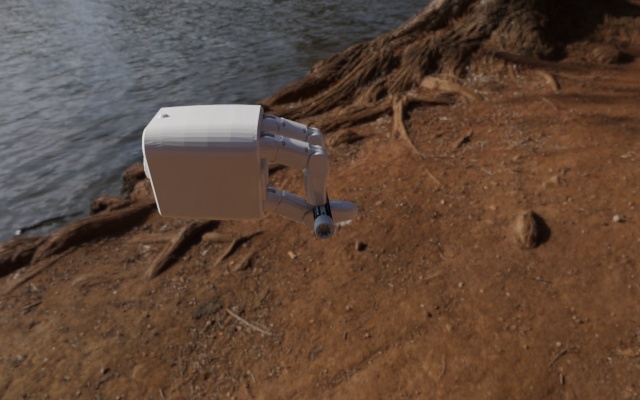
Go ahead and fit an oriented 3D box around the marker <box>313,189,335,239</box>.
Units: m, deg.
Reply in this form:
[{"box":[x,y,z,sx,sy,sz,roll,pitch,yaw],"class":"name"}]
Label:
[{"box":[0.000,0.002,0.505,0.020,0.020,0.121,0,27,-4],"class":"marker"}]
